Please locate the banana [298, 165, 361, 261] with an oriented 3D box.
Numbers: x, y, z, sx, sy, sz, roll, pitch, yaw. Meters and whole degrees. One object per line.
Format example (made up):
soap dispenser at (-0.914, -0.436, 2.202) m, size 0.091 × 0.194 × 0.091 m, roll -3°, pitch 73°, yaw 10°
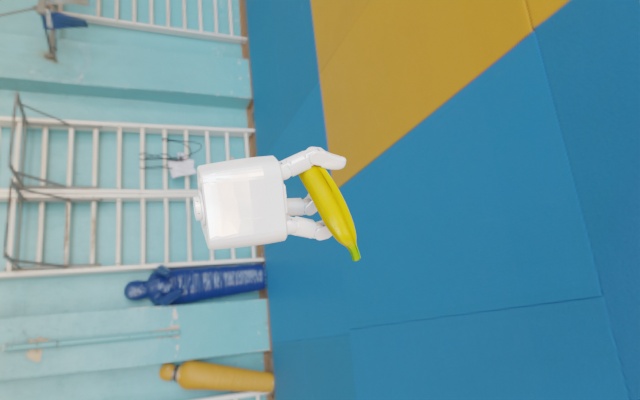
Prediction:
banana at (0.002, -0.007, 0.662) m, size 0.037 × 0.197 × 0.070 m, roll -16°, pitch -37°, yaw -15°
